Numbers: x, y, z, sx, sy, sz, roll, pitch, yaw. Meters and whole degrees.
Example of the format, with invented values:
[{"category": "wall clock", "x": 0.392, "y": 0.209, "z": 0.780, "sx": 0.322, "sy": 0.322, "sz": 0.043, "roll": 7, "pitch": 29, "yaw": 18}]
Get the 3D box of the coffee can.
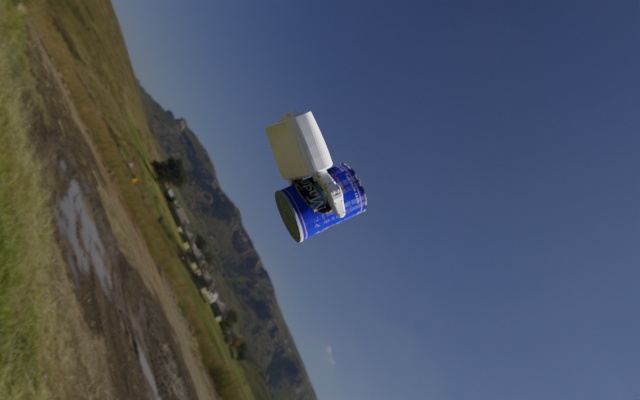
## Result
[{"category": "coffee can", "x": 0.000, "y": 0.003, "z": 0.887, "sx": 0.140, "sy": 0.103, "sz": 0.103, "roll": -24, "pitch": 7, "yaw": -16}]
